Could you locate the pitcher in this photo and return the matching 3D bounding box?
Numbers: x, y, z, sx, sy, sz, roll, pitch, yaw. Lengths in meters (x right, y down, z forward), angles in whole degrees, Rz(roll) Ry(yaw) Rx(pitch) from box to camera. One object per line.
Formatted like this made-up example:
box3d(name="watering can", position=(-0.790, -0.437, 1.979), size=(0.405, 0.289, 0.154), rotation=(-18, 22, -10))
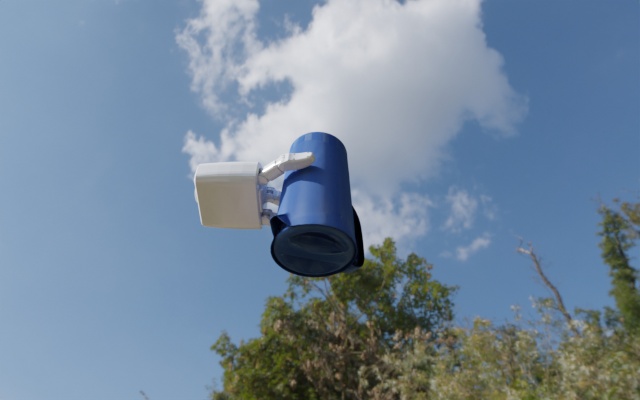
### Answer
box3d(name="pitcher", position=(0.000, 0.003, 0.809), size=(0.145, 0.242, 0.149), rotation=(-1, -44, 4))
